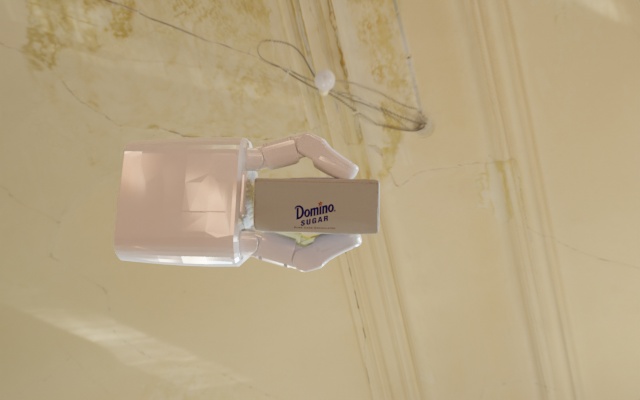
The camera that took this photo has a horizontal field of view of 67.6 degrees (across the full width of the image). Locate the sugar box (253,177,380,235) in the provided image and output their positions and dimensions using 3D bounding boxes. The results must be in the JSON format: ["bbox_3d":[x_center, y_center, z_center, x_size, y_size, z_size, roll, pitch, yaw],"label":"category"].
[{"bbox_3d":[0.000,0.002,0.428,0.093,0.048,0.176,1,4,3],"label":"sugar box"}]
